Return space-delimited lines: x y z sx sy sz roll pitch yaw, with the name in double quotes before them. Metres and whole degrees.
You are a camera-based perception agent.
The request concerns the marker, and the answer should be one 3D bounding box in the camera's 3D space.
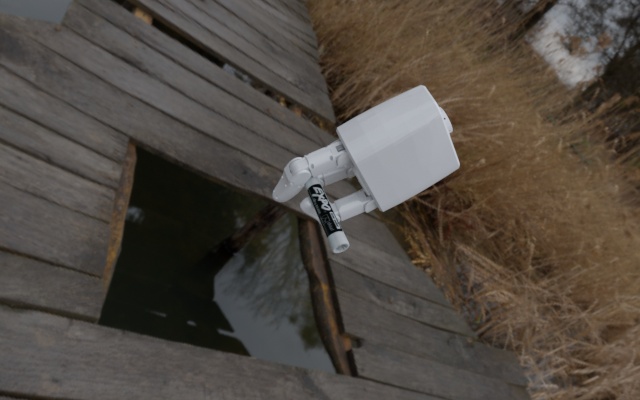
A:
"marker" 0.000 0.002 0.516 0.020 0.121 0.020 -17 -32 -11
